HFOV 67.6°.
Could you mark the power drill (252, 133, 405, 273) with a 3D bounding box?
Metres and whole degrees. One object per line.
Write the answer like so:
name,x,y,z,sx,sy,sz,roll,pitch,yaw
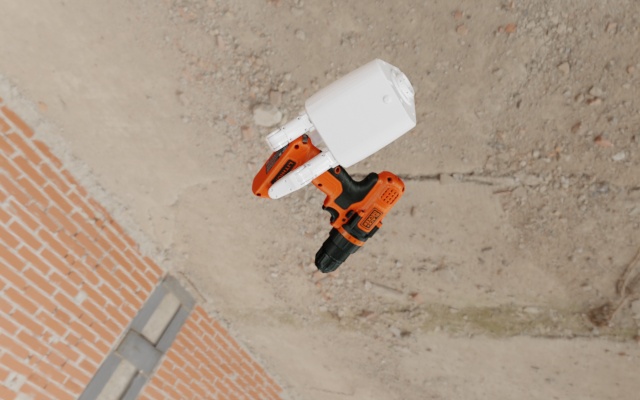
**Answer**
power drill,0.000,0.002,0.675,0.188,0.184,0.057,31,16,-23
